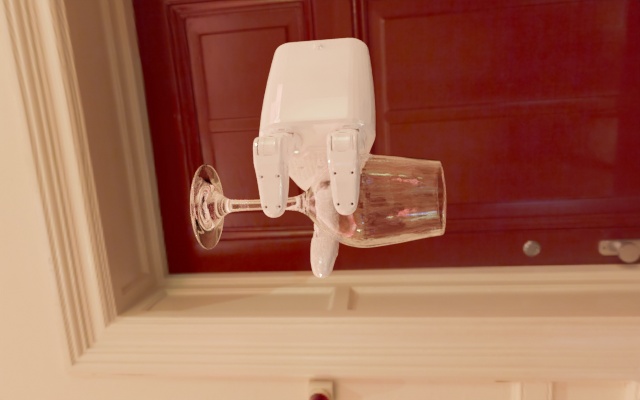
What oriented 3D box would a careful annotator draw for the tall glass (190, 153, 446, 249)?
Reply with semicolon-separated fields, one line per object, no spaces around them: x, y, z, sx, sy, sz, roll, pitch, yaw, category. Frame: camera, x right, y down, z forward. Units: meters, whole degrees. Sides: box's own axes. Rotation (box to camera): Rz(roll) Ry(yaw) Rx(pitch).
-0.001;0.002;0.403;0.201;0.079;0.079;-2;0;8;tall glass
